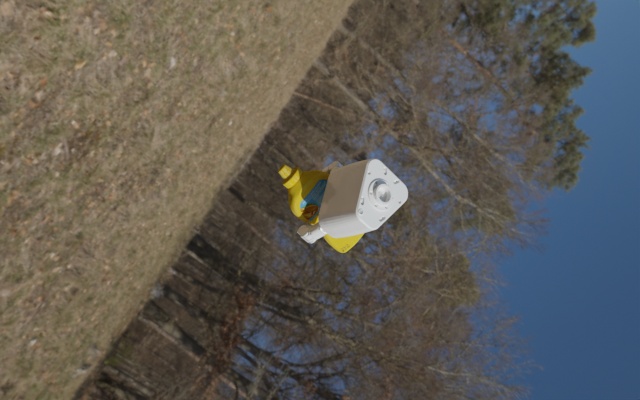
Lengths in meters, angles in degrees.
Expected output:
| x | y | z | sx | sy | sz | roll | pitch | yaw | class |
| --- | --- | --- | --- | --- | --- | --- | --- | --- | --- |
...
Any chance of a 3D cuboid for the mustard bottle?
| x | y | z | sx | sy | sz | roll | pitch | yaw | class |
| --- | --- | --- | --- | --- | --- | --- | --- | --- | --- |
| 0.000 | 0.003 | 0.861 | 0.192 | 0.096 | 0.058 | 41 | -4 | -19 | mustard bottle |
